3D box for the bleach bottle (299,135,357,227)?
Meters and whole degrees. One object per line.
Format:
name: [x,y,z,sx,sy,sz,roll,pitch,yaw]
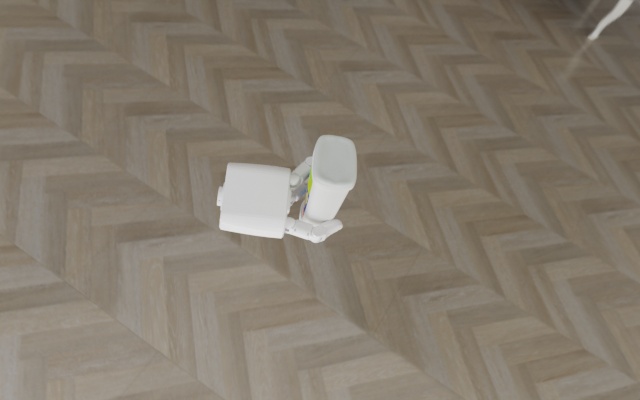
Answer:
bleach bottle: [0.000,0.003,0.822,0.068,0.102,0.251,9,-34,-7]
